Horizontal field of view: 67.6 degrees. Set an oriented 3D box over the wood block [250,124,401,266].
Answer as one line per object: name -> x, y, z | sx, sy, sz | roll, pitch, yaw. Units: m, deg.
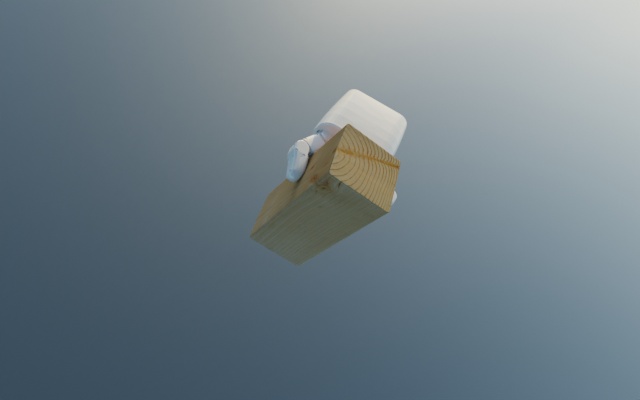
wood block -> 0.000, 0.002, 0.642 | 0.091, 0.090, 0.206 | 33, -40, -17
